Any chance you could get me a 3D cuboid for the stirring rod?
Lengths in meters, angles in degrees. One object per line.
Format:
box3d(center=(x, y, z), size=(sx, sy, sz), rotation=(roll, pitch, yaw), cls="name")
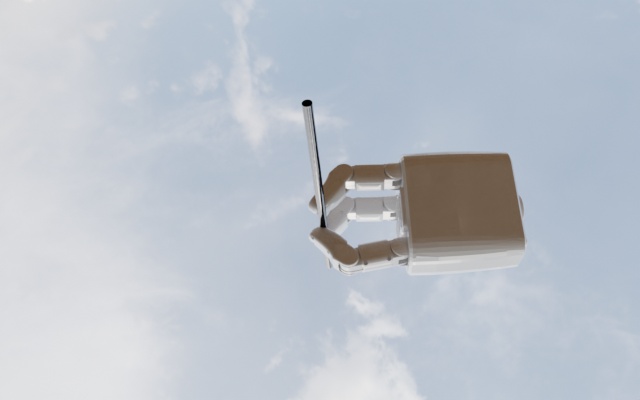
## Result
box3d(center=(0.000, 0.001, 0.439), size=(0.011, 0.011, 0.240), rotation=(0, -36, 6), cls="stirring rod")
